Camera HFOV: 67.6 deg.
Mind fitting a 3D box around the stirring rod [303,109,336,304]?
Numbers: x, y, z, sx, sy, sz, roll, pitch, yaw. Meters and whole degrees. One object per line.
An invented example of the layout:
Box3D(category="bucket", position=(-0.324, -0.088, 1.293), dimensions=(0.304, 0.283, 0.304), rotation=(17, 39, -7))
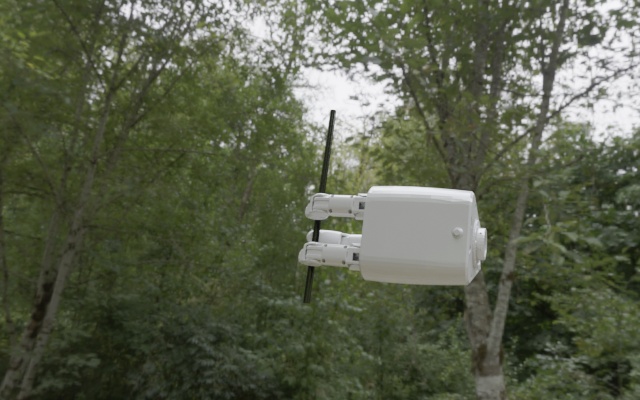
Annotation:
Box3D(category="stirring rod", position=(0.000, 0.002, 0.575), dimensions=(0.011, 0.239, 0.011), rotation=(8, -14, 2))
